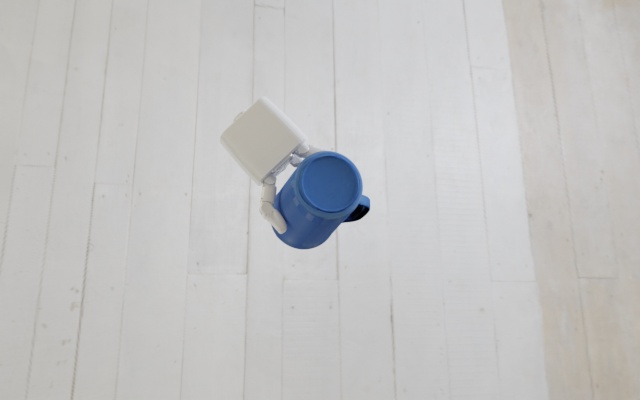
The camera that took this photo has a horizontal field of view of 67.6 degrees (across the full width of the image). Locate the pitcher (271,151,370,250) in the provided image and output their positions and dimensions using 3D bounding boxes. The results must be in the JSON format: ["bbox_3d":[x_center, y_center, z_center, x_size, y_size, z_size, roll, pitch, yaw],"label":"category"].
[{"bbox_3d":[0.000,0.003,0.824,0.149,0.145,0.243,-41,-2,-18],"label":"pitcher"}]
